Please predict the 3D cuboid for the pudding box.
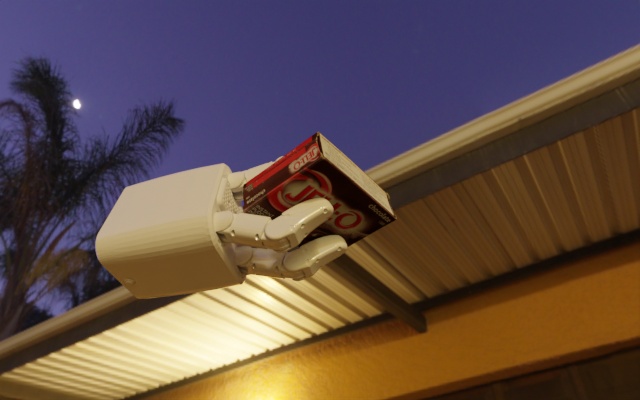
[{"bbox_3d":[0.000,0.001,0.431,0.090,0.039,0.113,-32,-45,25],"label":"pudding box"}]
